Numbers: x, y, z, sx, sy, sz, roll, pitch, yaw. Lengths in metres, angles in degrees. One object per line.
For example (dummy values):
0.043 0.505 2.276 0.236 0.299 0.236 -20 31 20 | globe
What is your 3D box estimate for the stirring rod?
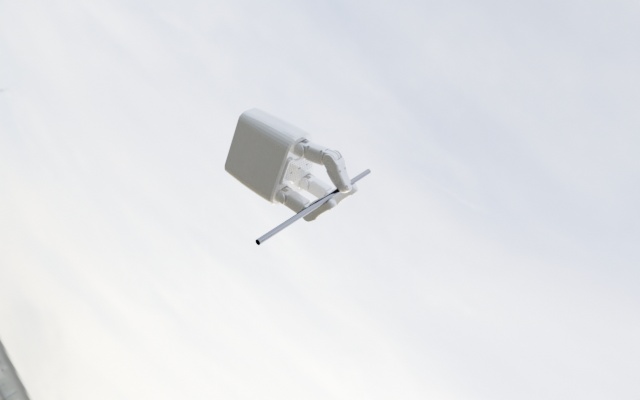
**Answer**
0.000 0.002 0.632 0.011 0.011 0.239 0 22 41 | stirring rod
